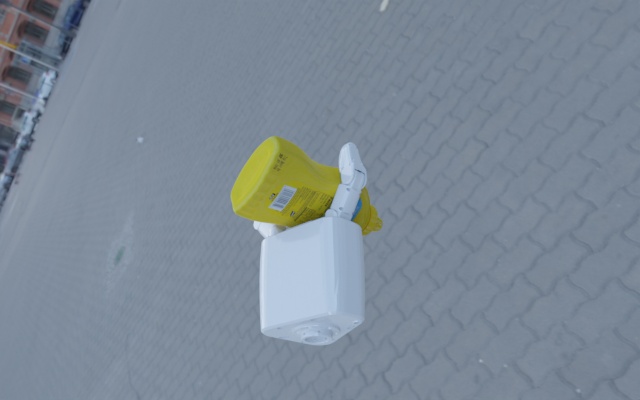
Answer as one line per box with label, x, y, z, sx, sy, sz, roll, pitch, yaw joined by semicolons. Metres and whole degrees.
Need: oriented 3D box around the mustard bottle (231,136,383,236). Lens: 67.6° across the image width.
mustard bottle;0.000;0.001;0.559;0.192;0.096;0.058;22;27;-33
